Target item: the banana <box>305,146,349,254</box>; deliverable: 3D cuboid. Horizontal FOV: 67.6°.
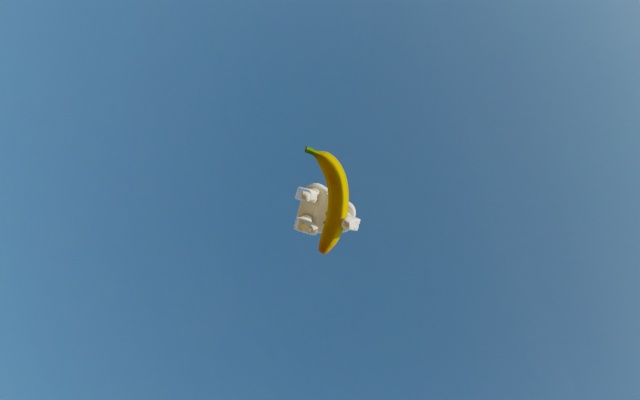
[{"bbox_3d":[0.018,-0.003,0.864,0.069,0.198,0.037,-9,7,-2],"label":"banana"}]
